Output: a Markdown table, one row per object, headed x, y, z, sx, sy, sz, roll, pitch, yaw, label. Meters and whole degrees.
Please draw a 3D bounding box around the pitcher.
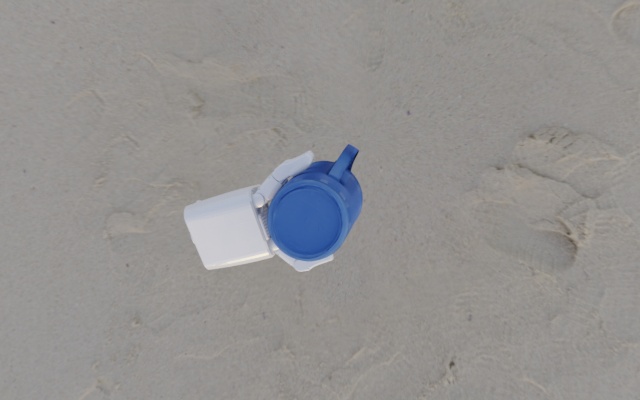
| x | y | z | sx | sy | sz | roll | pitch | yaw | label |
| --- | --- | --- | --- | --- | --- | --- | --- | --- | --- |
| 0.000 | 0.002 | 0.722 | 0.145 | 0.149 | 0.243 | -13 | 6 | 7 | pitcher |
